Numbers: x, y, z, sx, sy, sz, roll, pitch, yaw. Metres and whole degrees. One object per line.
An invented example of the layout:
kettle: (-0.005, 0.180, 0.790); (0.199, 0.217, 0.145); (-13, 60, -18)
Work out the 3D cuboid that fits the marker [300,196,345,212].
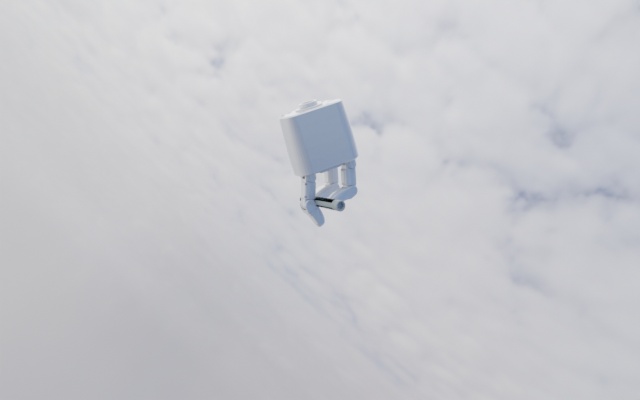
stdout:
marker: (0.000, 0.003, 0.834); (0.020, 0.020, 0.121); (0, 6, -34)
